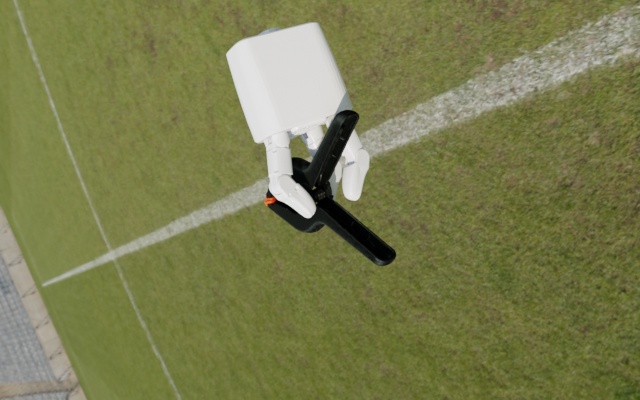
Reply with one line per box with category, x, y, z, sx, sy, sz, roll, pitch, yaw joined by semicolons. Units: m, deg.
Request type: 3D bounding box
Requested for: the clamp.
clamp;-0.001;0.002;0.556;0.036;0.164;0.210;-21;3;-34
